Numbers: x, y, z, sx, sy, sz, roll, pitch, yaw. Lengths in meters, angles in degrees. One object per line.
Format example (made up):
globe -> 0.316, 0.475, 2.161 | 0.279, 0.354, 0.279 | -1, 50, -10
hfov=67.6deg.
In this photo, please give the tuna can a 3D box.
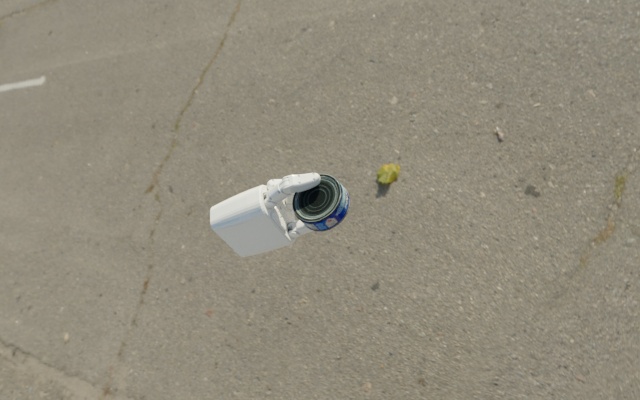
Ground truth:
tuna can -> 0.000, 0.002, 0.736 | 0.086, 0.086, 0.034 | 0, -27, 28
